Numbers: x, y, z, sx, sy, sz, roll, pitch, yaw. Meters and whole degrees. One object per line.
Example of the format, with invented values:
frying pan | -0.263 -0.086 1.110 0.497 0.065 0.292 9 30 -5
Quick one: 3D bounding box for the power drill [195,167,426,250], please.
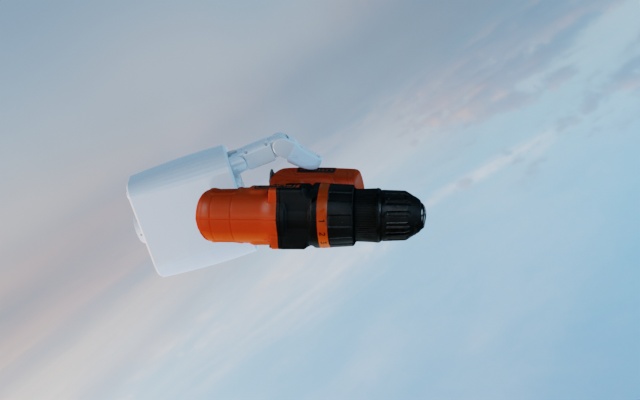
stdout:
power drill | 0.000 0.001 0.450 0.184 0.057 0.187 2 7 8
